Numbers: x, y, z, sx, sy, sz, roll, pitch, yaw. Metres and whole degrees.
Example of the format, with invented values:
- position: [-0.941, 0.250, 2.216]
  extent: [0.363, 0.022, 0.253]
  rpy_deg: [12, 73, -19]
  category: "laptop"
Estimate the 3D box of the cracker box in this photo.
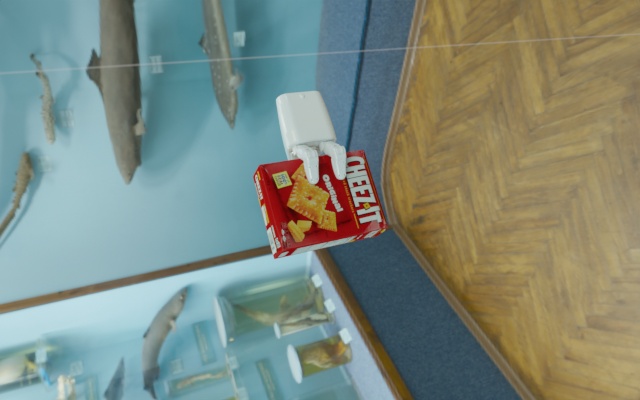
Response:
- position: [0.000, 0.003, 0.885]
  extent: [0.213, 0.164, 0.072]
  rpy_deg: [-10, -14, -22]
  category: "cracker box"
